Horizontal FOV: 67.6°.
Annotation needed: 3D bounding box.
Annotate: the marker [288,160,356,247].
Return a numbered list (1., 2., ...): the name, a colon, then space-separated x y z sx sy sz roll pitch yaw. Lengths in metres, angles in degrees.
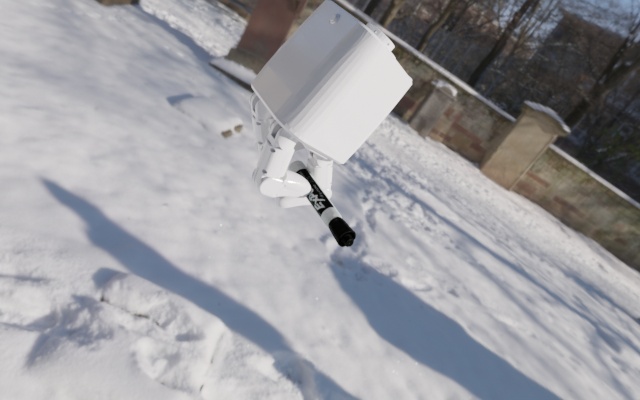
1. marker: 0.000 0.002 0.464 0.020 0.020 0.121 0 37 -33
